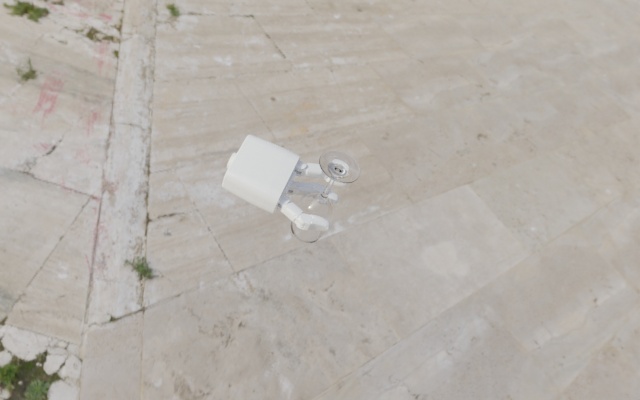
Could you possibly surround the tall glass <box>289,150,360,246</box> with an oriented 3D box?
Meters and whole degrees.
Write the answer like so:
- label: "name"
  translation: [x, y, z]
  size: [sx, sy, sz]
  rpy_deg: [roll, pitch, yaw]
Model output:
- label: "tall glass"
  translation: [0.000, 0.003, 0.875]
  size: [0.079, 0.079, 0.201]
  rpy_deg: [0, -38, -24]
